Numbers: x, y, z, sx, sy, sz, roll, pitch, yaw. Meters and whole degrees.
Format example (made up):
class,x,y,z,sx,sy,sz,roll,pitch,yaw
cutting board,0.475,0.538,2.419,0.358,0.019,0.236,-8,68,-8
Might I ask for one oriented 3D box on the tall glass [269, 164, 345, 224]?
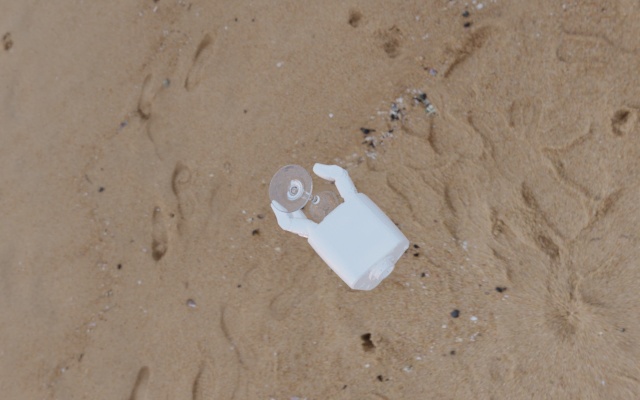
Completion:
class,x,y,z,sx,sy,sz,roll,pitch,yaw
tall glass,0.000,0.002,0.797,0.079,0.079,0.201,0,-12,28
